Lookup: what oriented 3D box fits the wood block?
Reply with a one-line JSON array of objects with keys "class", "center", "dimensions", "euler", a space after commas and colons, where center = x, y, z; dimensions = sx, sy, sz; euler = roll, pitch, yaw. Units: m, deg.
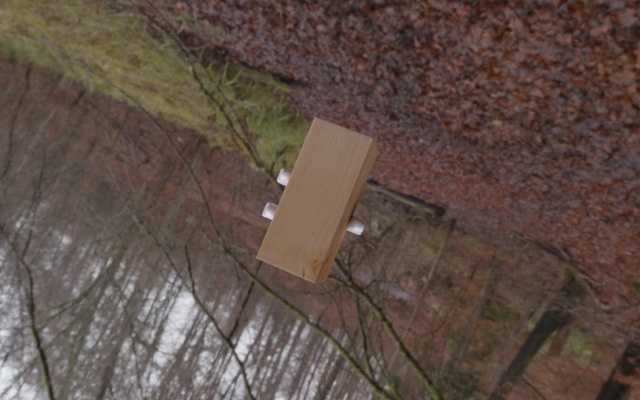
[{"class": "wood block", "center": [0.000, 0.002, 0.672], "dimensions": [0.091, 0.206, 0.090], "euler": [21, -3, 12]}]
